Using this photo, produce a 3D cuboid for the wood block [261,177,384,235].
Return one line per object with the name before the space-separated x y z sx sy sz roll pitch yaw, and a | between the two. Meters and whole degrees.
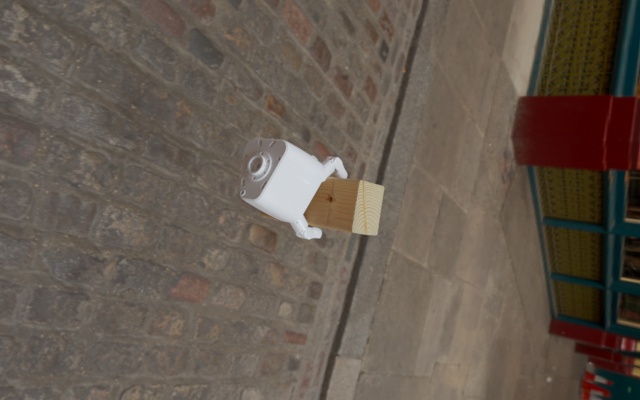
wood block | 0.000 0.003 0.877 0.206 0.091 0.090 8 -2 36
